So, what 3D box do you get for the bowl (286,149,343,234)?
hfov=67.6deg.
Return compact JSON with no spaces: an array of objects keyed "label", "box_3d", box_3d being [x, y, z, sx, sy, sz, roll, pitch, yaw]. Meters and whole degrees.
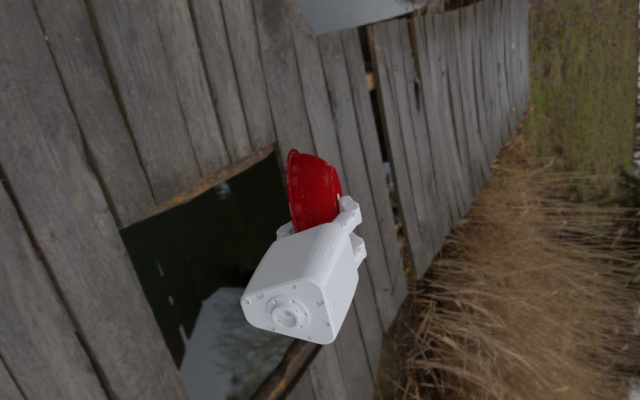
[{"label":"bowl","box_3d":[0.001,0.001,0.674,0.055,0.162,0.162,-10,-2,10]}]
